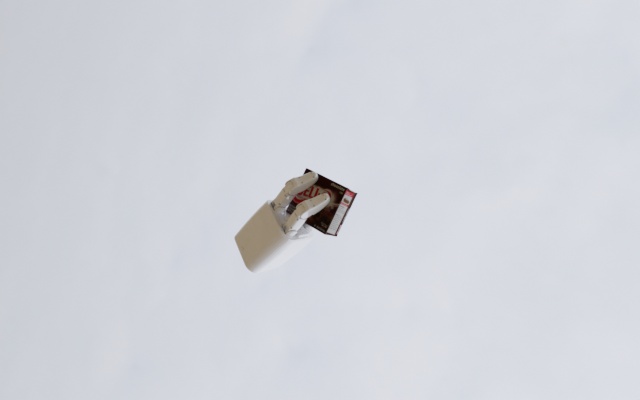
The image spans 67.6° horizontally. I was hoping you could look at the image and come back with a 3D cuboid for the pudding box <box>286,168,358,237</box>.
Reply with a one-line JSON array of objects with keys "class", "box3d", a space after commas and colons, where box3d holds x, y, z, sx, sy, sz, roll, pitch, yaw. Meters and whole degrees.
[{"class": "pudding box", "box3d": [0.000, 0.003, 0.854, 0.113, 0.090, 0.039, 28, 4, 39]}]
